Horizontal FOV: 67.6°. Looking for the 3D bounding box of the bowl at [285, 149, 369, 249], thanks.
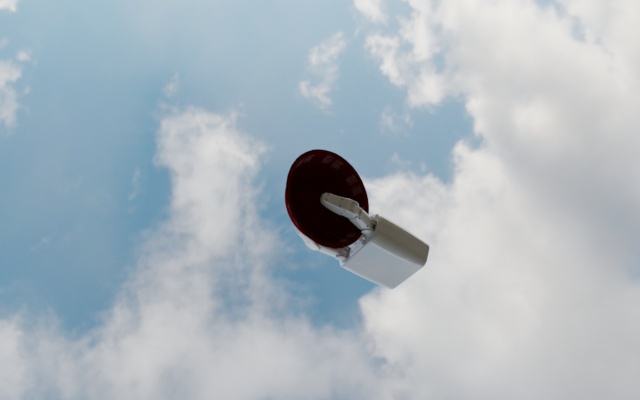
[{"bbox_3d":[-0.001,0.002,0.765,0.162,0.162,0.055,0,-15,-37],"label":"bowl"}]
